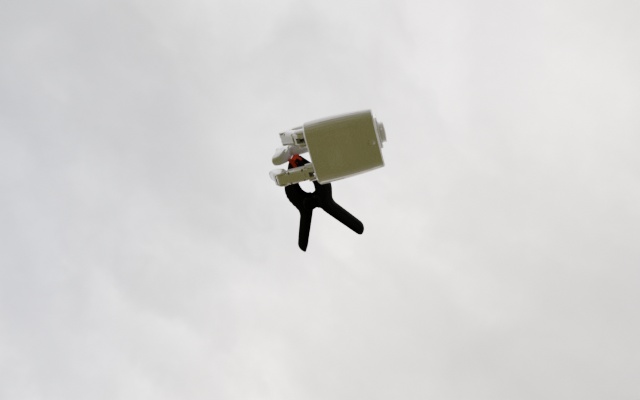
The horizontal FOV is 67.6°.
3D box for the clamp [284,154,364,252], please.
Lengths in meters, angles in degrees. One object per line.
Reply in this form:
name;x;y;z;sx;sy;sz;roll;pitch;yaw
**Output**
clamp;0.000;0.002;0.792;0.120;0.171;0.039;-13;23;10
